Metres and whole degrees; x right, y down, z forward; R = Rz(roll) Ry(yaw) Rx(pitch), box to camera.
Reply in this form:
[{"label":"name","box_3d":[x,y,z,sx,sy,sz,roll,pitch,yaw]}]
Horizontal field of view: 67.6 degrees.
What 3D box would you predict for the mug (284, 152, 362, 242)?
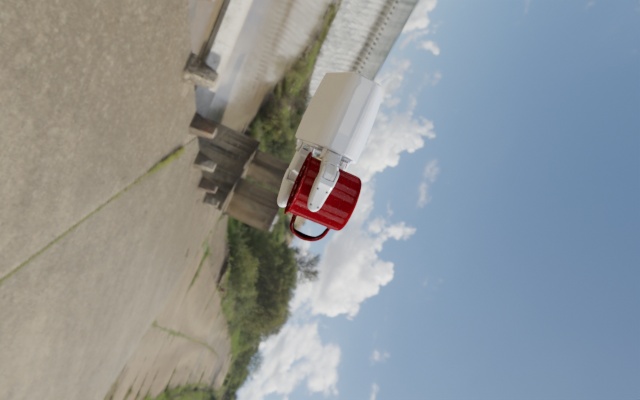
[{"label":"mug","box_3d":[0.000,0.004,0.659,0.081,0.117,0.093,23,4,-8]}]
